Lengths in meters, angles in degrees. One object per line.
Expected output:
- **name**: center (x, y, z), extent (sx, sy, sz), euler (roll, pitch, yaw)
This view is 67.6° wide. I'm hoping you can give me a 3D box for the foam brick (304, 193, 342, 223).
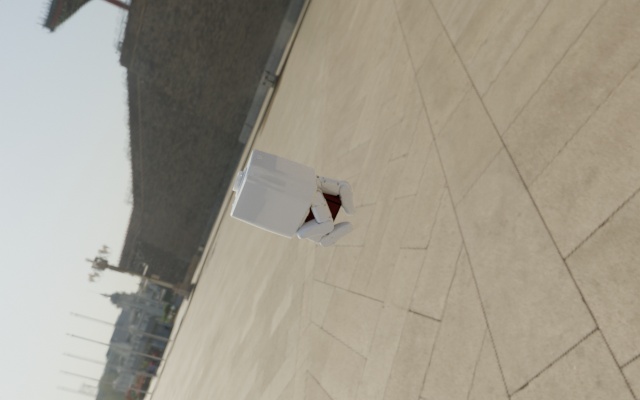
- **foam brick**: center (0.000, 0.003, 0.800), extent (0.051, 0.053, 0.078), euler (19, 23, -11)
